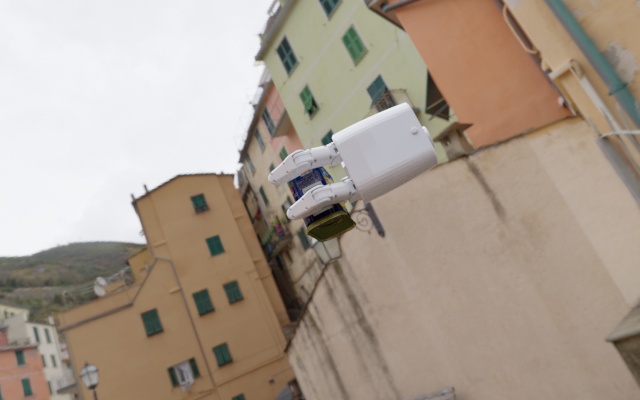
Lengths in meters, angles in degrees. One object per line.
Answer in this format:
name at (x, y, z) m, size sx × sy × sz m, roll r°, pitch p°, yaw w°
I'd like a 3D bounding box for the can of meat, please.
can of meat at (0.000, 0.002, 0.645) m, size 0.057 × 0.084 × 0.102 m, roll -27°, pitch -17°, yaw 7°
